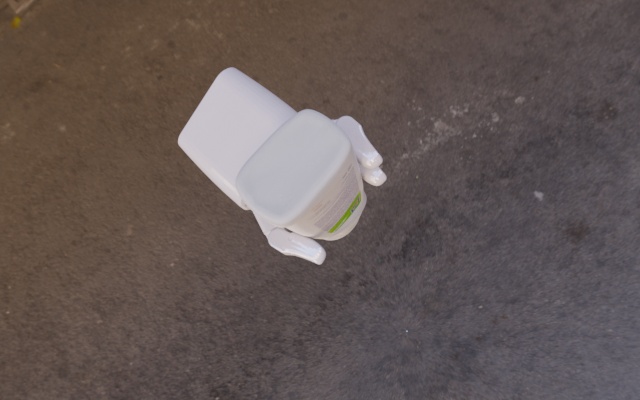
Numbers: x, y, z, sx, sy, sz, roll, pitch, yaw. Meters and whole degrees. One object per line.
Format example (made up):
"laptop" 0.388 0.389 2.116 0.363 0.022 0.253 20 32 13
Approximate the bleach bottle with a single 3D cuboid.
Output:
"bleach bottle" 0.000 0.002 0.501 0.068 0.102 0.251 41 -5 18
